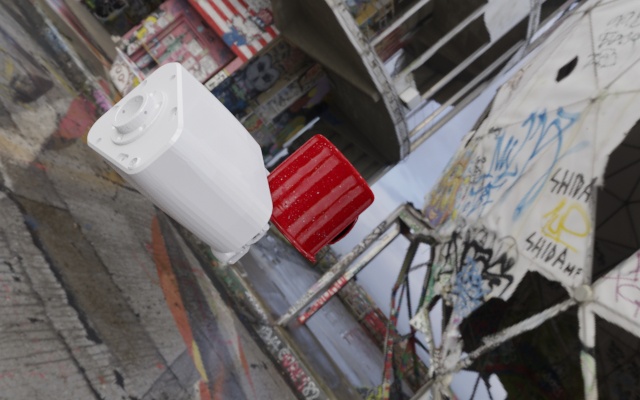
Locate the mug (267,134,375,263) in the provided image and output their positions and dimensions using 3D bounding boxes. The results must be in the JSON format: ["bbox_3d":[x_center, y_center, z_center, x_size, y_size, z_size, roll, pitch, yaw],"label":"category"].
[{"bbox_3d":[0.001,0.002,0.442,0.117,0.081,0.093,49,0,-45],"label":"mug"}]
